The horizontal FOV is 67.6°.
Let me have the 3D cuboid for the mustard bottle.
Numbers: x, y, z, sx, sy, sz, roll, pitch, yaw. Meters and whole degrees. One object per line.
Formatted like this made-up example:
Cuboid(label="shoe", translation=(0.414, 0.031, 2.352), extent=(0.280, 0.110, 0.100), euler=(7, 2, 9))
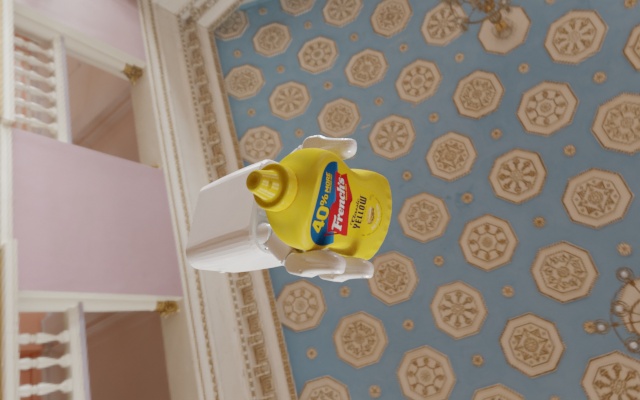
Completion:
Cuboid(label="mustard bottle", translation=(0.001, 0.002, 0.462), extent=(0.058, 0.096, 0.192), euler=(12, -3, 37))
